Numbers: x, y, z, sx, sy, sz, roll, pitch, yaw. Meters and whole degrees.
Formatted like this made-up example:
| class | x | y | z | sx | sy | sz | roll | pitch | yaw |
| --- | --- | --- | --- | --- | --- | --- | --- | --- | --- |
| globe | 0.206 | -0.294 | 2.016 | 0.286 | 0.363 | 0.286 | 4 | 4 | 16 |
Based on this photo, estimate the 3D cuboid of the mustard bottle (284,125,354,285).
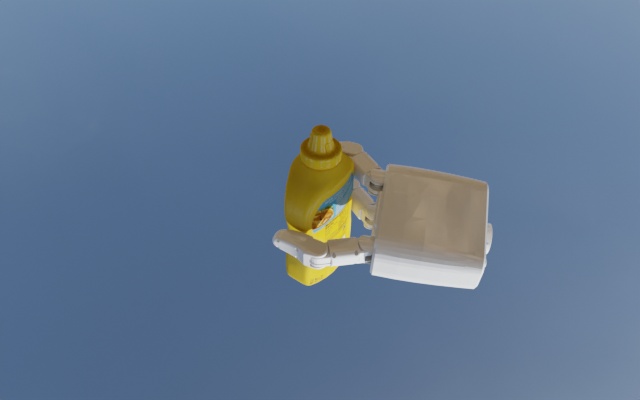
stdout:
| class | x | y | z | sx | sy | sz | roll | pitch | yaw |
| --- | --- | --- | --- | --- | --- | --- | --- | --- | --- |
| mustard bottle | 0.000 | 0.002 | 0.514 | 0.058 | 0.192 | 0.096 | 28 | 51 | 23 |
